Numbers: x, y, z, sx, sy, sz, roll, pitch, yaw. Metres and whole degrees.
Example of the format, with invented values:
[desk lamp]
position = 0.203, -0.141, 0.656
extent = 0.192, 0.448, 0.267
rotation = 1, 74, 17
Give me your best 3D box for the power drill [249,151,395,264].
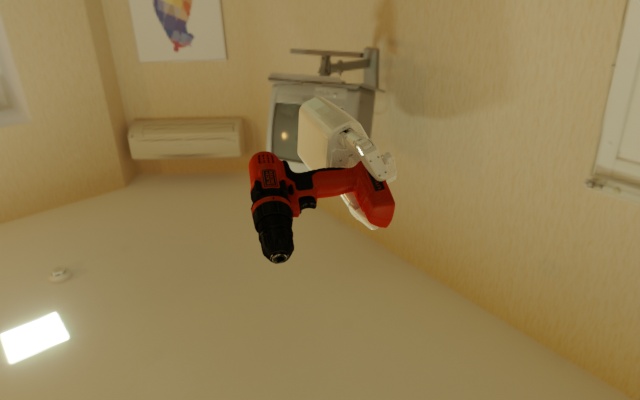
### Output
[power drill]
position = 0.000, 0.002, 0.642
extent = 0.187, 0.184, 0.057
rotation = -1, -43, -15
